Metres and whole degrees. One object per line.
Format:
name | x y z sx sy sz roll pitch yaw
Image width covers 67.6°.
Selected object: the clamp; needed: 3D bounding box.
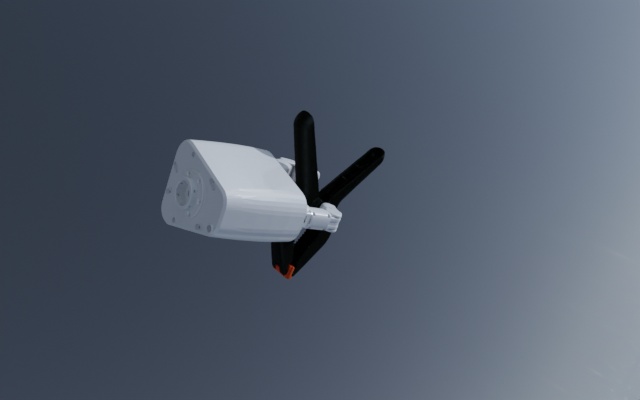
clamp | 0.000 0.003 0.613 0.164 0.210 0.036 7 18 -45
